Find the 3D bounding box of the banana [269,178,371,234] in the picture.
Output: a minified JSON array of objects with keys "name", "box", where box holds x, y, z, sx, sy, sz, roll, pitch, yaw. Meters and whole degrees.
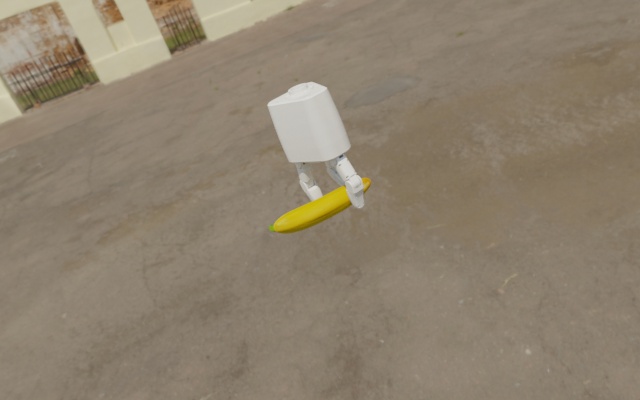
[{"name":"banana","box":[0.000,0.011,0.809,0.198,0.037,0.069,-24,22,1]}]
